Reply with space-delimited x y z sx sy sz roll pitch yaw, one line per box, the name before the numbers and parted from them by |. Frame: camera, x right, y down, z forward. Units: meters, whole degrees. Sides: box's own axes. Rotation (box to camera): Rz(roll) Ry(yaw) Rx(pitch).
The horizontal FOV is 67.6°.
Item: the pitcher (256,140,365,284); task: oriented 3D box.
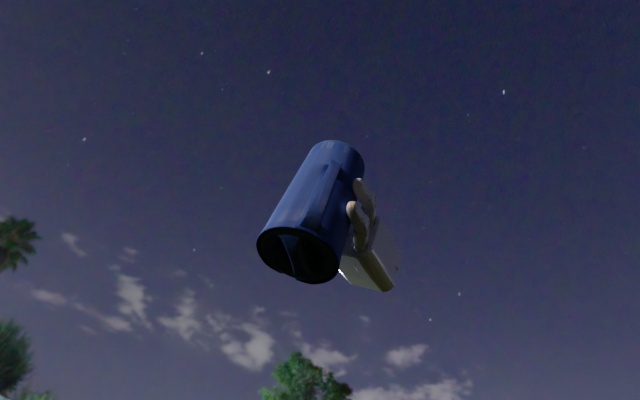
pitcher | 0.000 0.003 0.795 0.149 0.145 0.242 -13 37 33
